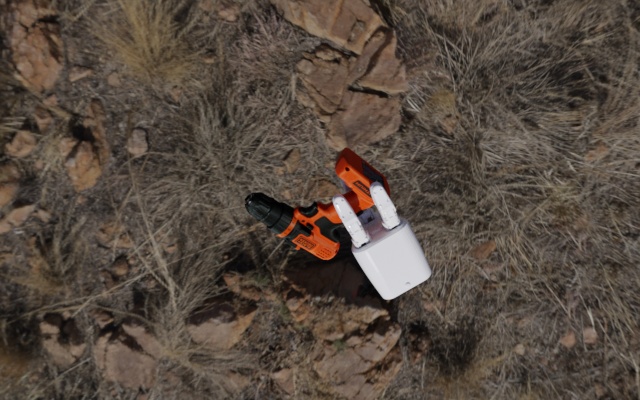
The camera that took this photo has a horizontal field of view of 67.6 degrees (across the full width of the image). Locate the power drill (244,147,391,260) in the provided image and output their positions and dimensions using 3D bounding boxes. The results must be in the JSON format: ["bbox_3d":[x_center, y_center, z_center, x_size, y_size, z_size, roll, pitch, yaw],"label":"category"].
[{"bbox_3d":[0.001,0.002,0.749,0.184,0.057,0.188,33,-56,-29],"label":"power drill"}]
